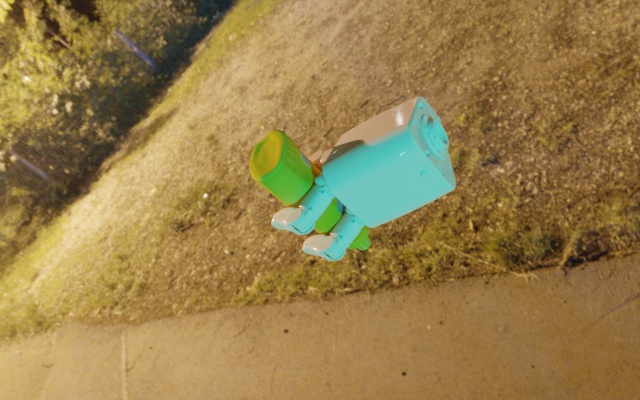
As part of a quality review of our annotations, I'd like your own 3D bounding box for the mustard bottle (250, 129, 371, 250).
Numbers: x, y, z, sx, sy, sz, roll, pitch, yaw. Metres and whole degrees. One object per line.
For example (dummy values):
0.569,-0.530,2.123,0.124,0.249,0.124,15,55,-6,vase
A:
0.000,0.002,0.577,0.192,0.058,0.096,43,13,-31,mustard bottle
